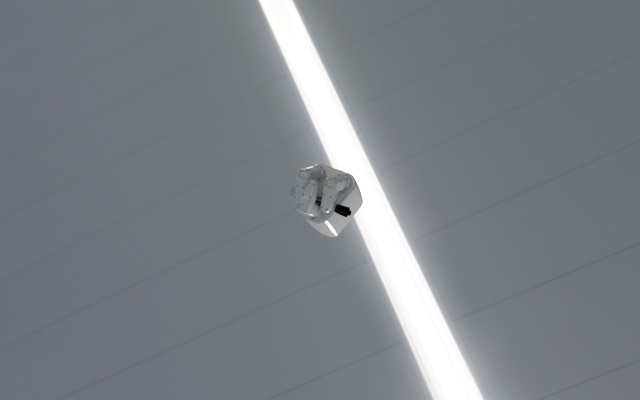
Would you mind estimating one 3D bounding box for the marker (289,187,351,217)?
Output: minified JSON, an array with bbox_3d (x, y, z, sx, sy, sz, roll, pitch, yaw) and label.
[{"bbox_3d":[0.000,0.003,0.854,0.121,0.020,0.020,21,8,22],"label":"marker"}]
